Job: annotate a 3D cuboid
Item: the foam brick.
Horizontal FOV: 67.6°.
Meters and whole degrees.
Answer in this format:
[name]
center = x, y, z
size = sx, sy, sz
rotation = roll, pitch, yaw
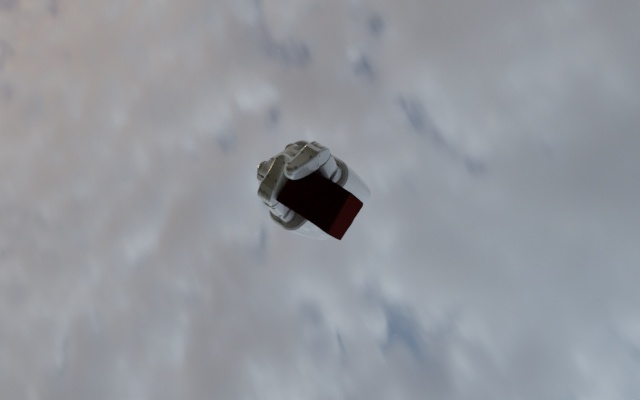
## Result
[foam brick]
center = 0.000, 0.002, 0.548
size = 0.078, 0.053, 0.051
rotation = 32, -2, 27
